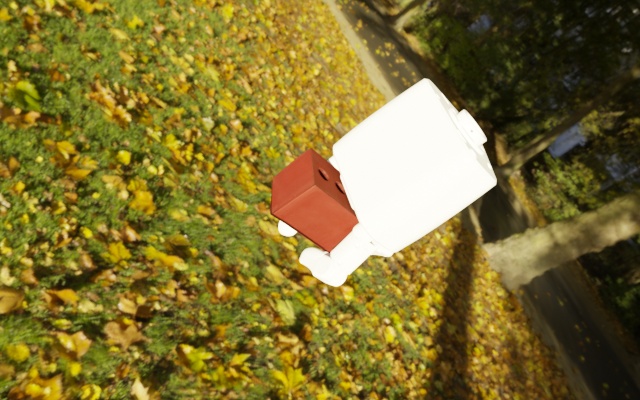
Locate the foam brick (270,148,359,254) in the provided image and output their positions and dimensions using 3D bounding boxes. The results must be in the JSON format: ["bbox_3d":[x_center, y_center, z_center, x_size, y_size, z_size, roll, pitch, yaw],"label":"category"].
[{"bbox_3d":[0.000,0.001,0.435,0.051,0.053,0.078,-36,-54,26],"label":"foam brick"}]
